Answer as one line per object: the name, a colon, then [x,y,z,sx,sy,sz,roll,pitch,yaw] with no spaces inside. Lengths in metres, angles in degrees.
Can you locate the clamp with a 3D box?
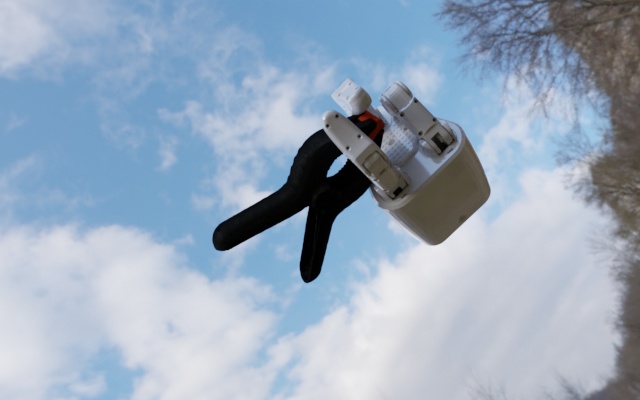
clamp: [0.000,0.001,0.423,0.120,0.171,0.039,39,9,-48]
